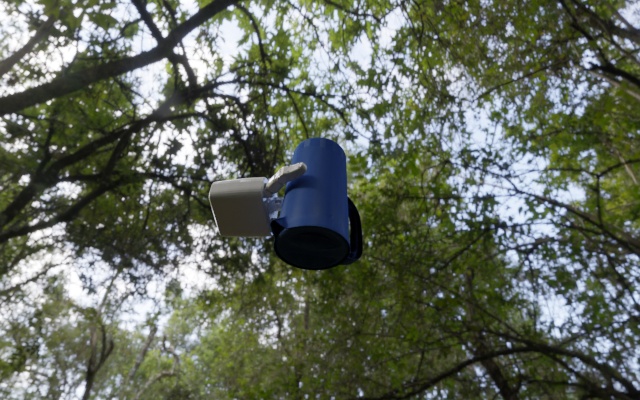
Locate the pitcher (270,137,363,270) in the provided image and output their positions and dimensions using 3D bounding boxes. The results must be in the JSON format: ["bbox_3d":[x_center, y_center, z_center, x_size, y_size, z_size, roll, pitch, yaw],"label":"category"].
[{"bbox_3d":[0.000,0.003,0.897,0.145,0.242,0.149,-5,-42,11],"label":"pitcher"}]
